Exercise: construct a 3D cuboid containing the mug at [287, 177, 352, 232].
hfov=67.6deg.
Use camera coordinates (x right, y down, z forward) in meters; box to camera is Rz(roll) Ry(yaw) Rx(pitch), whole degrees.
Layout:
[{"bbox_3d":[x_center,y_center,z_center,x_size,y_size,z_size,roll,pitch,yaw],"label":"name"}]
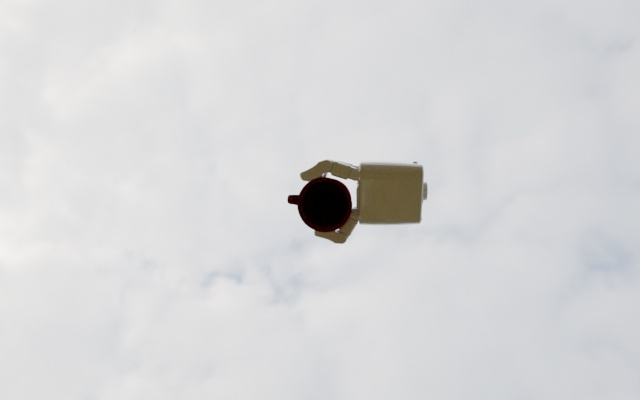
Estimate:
[{"bbox_3d":[-0.001,0.003,0.838,0.117,0.093,0.081,3,7,7],"label":"mug"}]
